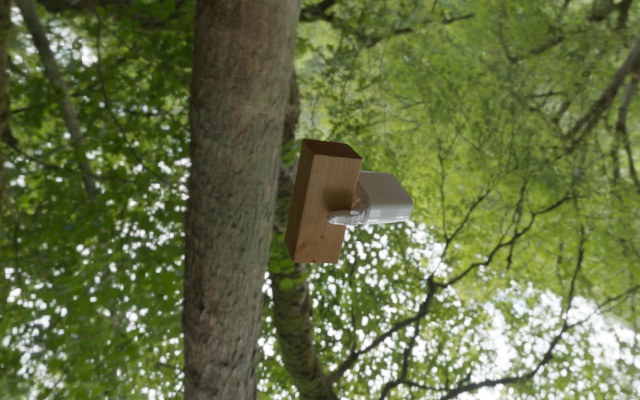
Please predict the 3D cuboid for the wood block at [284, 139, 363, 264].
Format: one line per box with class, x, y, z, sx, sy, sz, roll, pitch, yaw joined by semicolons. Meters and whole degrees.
wood block;0.001;0.003;0.866;0.090;0.206;0.090;4;22;-18
